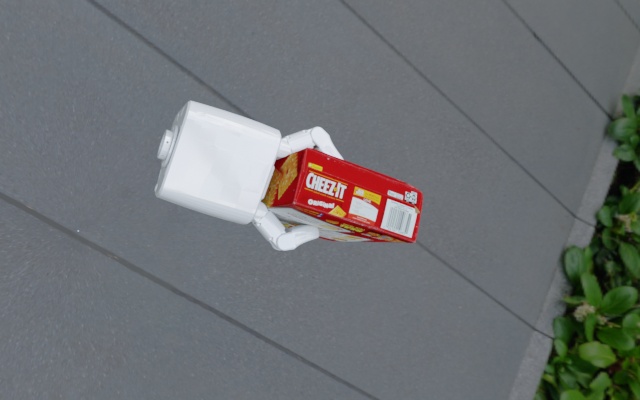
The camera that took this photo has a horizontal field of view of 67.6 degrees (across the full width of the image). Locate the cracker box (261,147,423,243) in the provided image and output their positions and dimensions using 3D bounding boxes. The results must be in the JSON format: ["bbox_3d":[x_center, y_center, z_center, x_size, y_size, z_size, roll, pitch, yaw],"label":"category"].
[{"bbox_3d":[0.000,0.002,0.615,0.164,0.072,0.214,18,-11,-25],"label":"cracker box"}]
